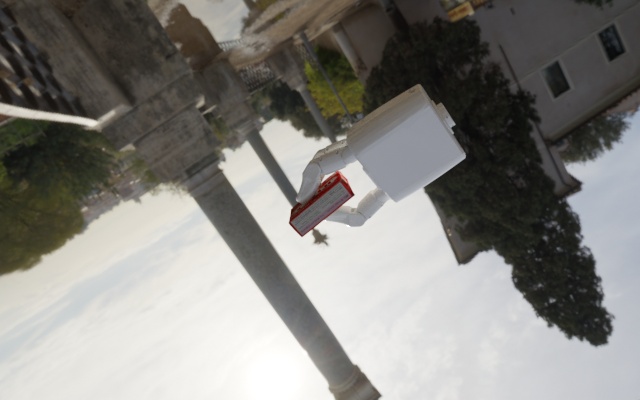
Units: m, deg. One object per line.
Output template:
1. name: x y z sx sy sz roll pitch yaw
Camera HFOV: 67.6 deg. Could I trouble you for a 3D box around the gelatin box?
1. gelatin box: 0.000 0.003 0.626 0.089 0.030 0.073 -40 10 7
